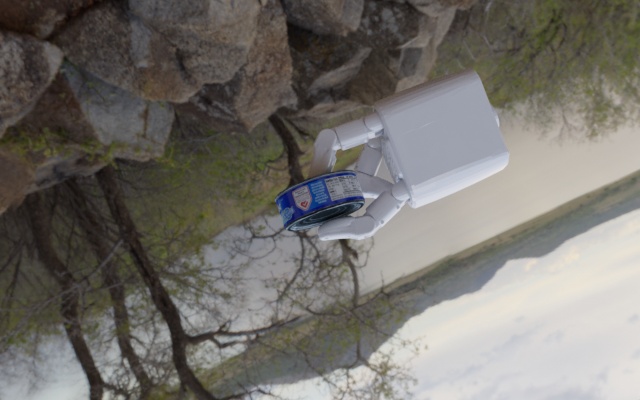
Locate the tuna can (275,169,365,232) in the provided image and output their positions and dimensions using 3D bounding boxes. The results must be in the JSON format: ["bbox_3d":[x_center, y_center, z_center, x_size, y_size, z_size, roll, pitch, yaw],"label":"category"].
[{"bbox_3d":[0.000,0.002,0.475,0.086,0.033,0.086,-18,-11,-4],"label":"tuna can"}]
